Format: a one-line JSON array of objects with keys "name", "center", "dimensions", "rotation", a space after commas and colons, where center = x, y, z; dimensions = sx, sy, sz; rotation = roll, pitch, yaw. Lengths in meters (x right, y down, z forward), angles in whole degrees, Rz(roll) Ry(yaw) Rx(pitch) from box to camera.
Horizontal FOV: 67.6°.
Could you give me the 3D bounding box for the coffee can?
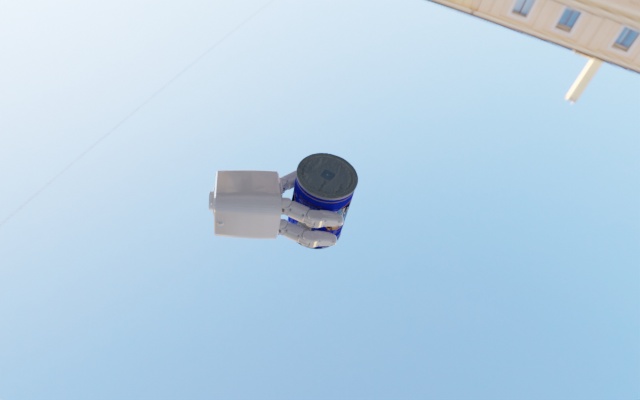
[{"name": "coffee can", "center": [0.000, 0.003, 0.828], "dimensions": [0.103, 0.102, 0.140], "rotation": [0, -41, -13]}]
